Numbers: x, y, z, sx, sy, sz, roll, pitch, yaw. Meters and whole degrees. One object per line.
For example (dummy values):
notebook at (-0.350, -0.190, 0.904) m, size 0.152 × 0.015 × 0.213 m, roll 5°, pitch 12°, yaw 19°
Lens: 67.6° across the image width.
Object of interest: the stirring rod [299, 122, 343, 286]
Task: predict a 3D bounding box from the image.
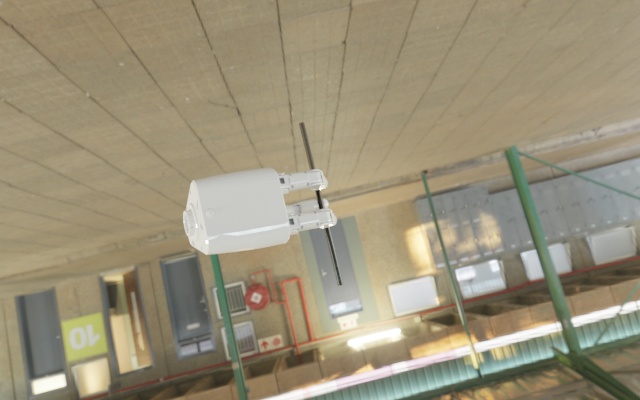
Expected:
stirring rod at (0.000, 0.002, 0.681) m, size 0.011 × 0.239 × 0.011 m, roll -13°, pitch -9°, yaw -2°
